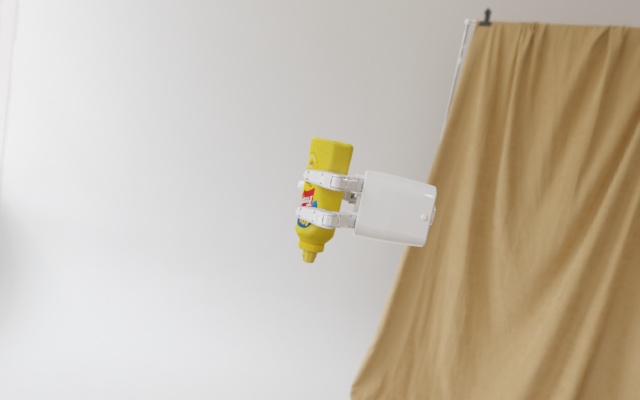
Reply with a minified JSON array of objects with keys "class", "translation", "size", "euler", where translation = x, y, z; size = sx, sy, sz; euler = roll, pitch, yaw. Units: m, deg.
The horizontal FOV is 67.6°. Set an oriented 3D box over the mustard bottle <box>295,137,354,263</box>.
[{"class":"mustard bottle","translation":[0.000,0.002,0.731],"size":[0.058,0.191,0.096],"euler":[8,9,-22]}]
